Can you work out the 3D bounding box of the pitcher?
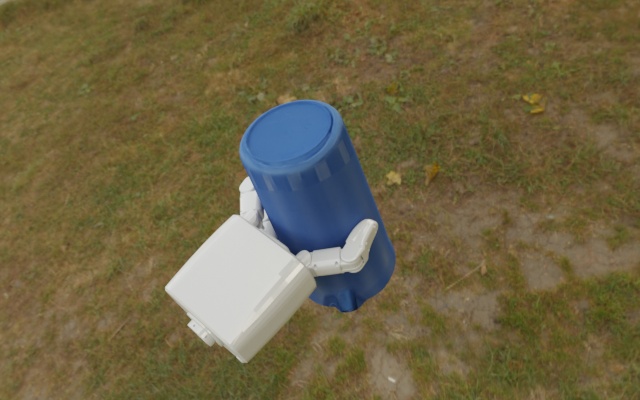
[{"bbox_3d":[0.000,0.002,0.555,0.149,0.145,0.243,27,-27,37],"label":"pitcher"}]
